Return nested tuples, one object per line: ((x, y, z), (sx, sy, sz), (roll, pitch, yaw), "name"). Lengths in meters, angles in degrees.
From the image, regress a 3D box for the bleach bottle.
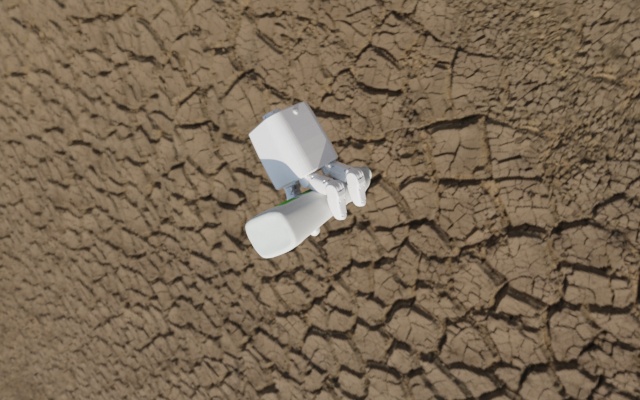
((0.000, 0.003, 0.780), (0.102, 0.068, 0.250), (-23, 7, 45), "bleach bottle")
